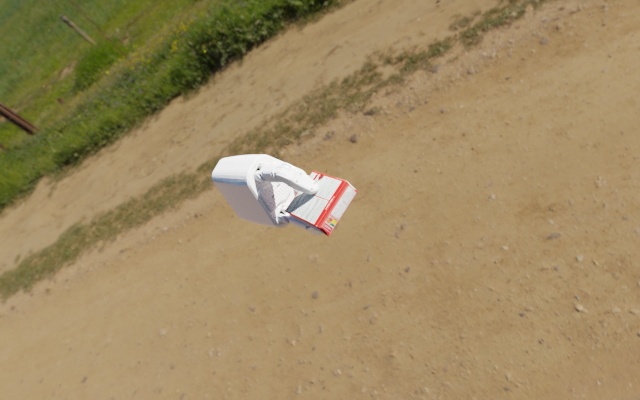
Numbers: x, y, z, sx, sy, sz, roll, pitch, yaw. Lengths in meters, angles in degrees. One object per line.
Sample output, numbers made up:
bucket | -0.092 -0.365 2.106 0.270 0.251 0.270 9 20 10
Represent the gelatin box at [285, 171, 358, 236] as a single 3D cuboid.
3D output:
gelatin box | 0.000 0.002 0.659 0.030 0.073 0.089 39 -10 -34
